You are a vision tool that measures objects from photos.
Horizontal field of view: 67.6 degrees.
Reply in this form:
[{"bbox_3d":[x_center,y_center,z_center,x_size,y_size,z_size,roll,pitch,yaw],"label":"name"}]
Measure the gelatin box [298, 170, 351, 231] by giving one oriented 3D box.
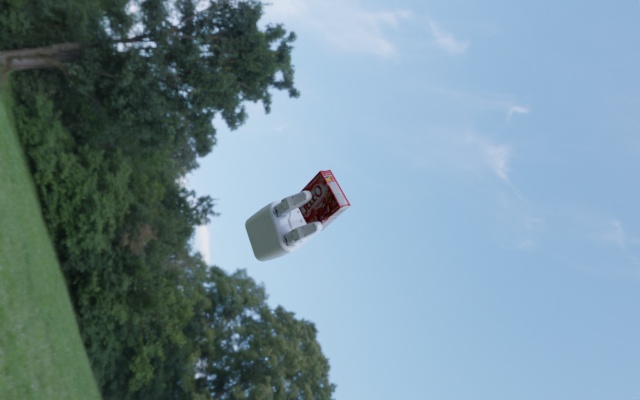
[{"bbox_3d":[0.001,0.002,0.804,0.030,0.073,0.089,-11,-24,-45],"label":"gelatin box"}]
